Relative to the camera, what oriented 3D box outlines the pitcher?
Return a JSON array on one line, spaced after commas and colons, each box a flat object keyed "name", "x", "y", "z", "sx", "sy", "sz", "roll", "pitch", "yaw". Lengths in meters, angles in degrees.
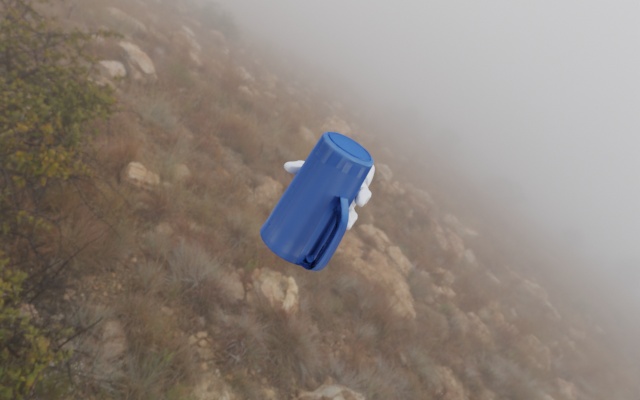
[{"name": "pitcher", "x": 0.000, "y": 0.003, "z": 0.899, "sx": 0.149, "sy": 0.243, "sz": 0.145, "roll": 34, "pitch": 23, "yaw": 5}]
